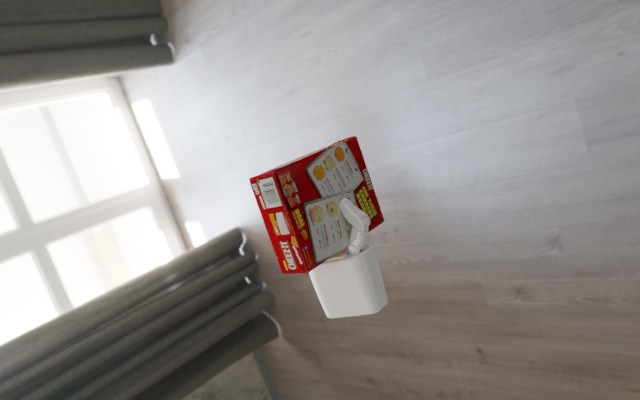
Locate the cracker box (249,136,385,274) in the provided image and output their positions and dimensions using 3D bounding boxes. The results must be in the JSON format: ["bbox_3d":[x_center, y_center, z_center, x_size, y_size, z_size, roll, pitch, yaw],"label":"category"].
[{"bbox_3d":[0.000,0.003,0.792,0.072,0.164,0.213,-10,13,44],"label":"cracker box"}]
